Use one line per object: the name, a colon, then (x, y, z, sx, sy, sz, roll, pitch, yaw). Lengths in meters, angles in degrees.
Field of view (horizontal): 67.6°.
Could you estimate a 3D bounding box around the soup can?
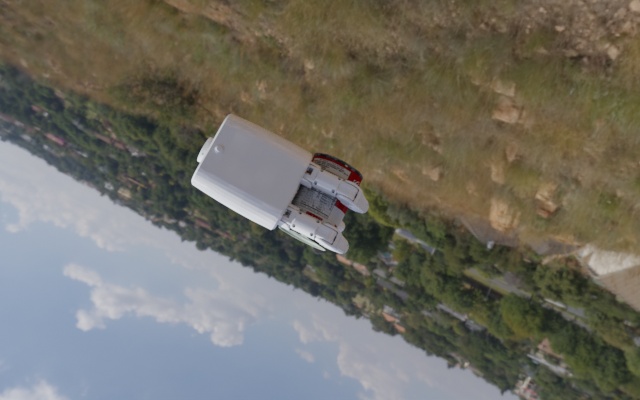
soup can: (0.000, 0.002, 0.586, 0.068, 0.102, 0.068, 26, -10, 5)
